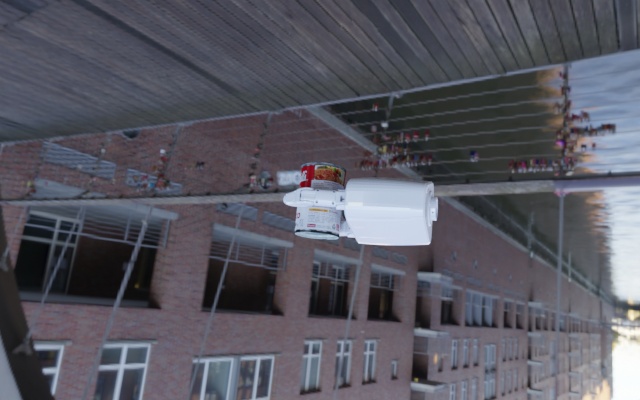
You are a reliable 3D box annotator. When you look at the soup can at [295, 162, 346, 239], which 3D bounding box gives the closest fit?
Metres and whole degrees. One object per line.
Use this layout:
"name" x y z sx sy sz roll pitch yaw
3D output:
"soup can" 0.000 0.003 0.704 0.068 0.102 0.068 6 -12 1
